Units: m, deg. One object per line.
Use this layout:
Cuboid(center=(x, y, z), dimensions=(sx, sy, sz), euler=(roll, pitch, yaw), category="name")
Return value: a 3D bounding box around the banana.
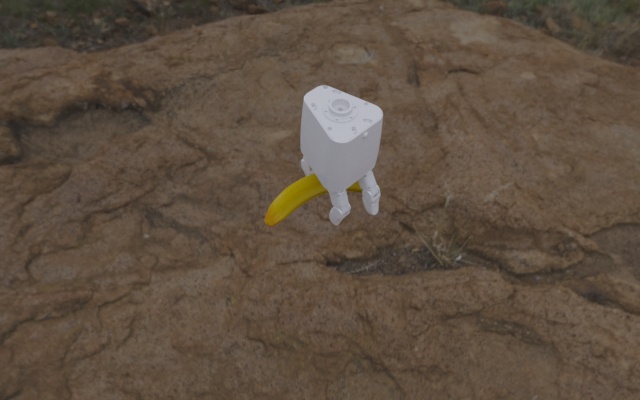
Cuboid(center=(-0.003, -0.013, 0.776), dimensions=(0.198, 0.069, 0.037), euler=(-15, -29, -15), category="banana")
